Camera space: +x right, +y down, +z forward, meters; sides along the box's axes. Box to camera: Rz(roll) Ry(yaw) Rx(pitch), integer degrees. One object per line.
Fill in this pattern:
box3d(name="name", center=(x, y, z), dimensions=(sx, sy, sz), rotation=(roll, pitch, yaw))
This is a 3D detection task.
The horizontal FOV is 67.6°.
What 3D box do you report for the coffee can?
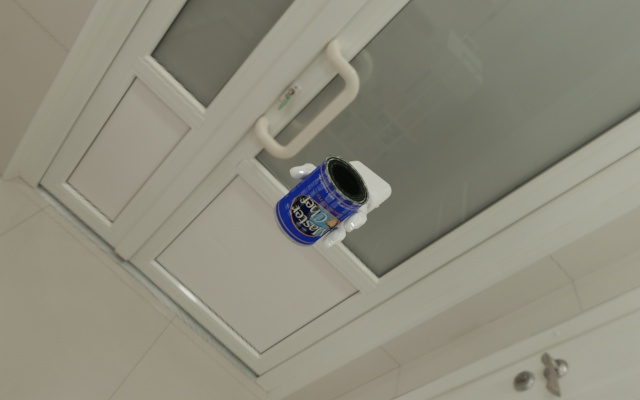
box3d(name="coffee can", center=(0.000, 0.003, 0.838), dimensions=(0.140, 0.102, 0.103), rotation=(-40, -23, 31))
